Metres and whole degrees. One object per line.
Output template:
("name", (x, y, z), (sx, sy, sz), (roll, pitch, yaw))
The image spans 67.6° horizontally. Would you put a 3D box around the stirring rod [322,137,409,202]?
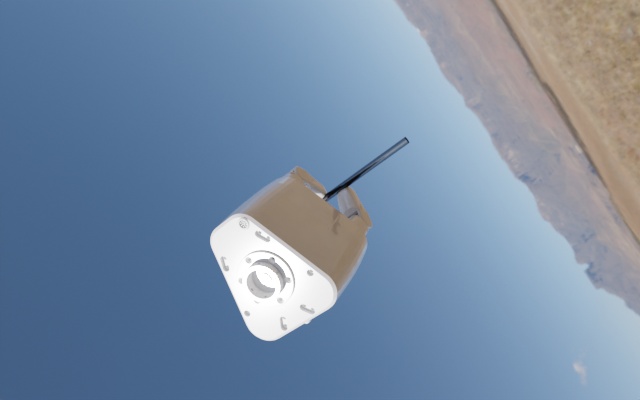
("stirring rod", (0.000, 0.002, 0.541), (0.239, 0.011, 0.011), (-36, -16, 24))
